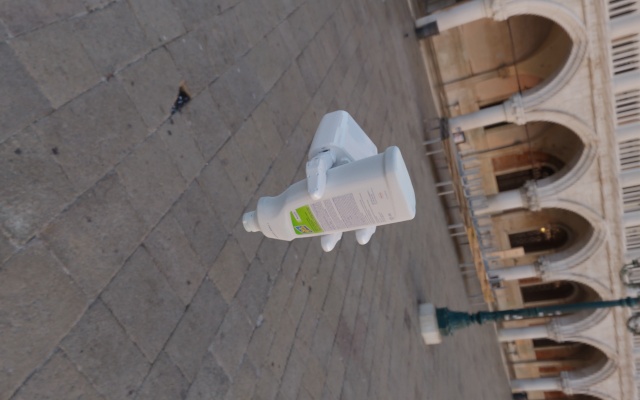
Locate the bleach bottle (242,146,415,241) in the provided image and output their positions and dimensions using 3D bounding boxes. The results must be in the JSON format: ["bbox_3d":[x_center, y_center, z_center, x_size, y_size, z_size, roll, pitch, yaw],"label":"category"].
[{"bbox_3d":[0.000,0.002,0.677,0.251,0.103,0.068,-12,36,21],"label":"bleach bottle"}]
